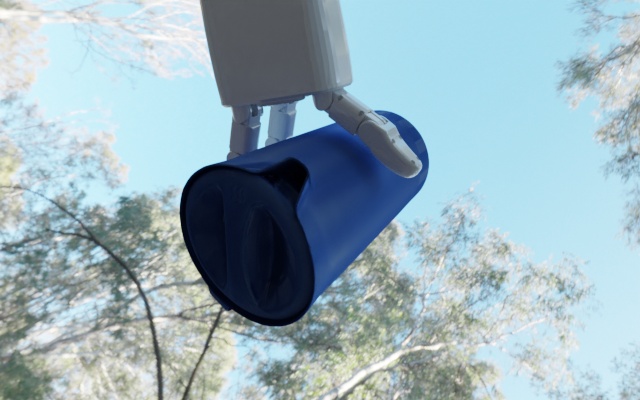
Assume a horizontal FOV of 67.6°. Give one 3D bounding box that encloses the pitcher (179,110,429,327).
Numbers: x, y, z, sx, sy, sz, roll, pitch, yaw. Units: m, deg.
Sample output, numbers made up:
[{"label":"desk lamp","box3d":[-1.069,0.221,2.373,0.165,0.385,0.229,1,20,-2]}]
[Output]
[{"label":"pitcher","box3d":[0.000,0.001,0.444,0.149,0.145,0.242,0,21,37]}]
